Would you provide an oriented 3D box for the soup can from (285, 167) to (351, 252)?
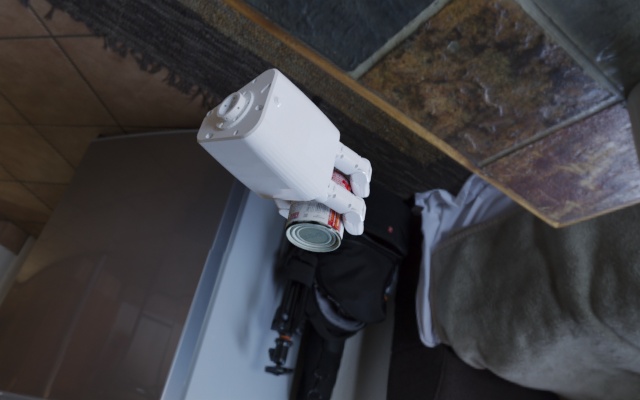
[{"bbox_3d":[0.000,0.002,0.576,0.068,0.102,0.069,8,-33,5],"label":"soup can"}]
